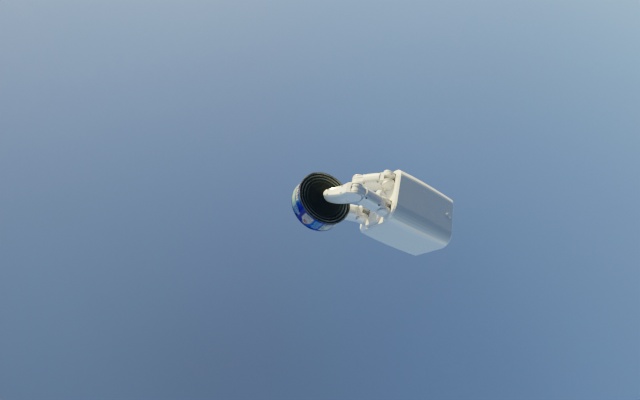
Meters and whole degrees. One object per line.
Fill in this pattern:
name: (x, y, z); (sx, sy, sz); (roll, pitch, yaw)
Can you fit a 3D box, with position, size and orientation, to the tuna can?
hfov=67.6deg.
tuna can: (0.000, 0.003, 0.721); (0.086, 0.086, 0.034); (0, -25, -31)
